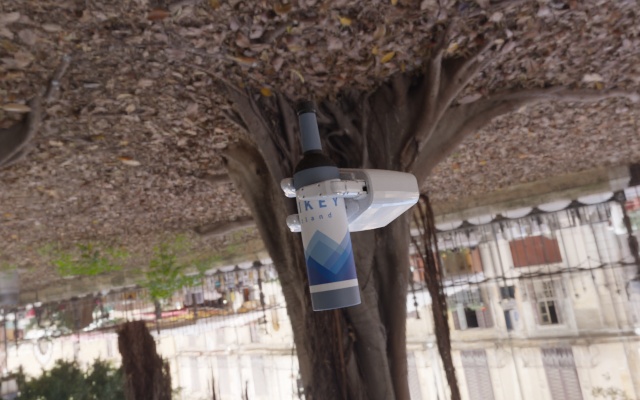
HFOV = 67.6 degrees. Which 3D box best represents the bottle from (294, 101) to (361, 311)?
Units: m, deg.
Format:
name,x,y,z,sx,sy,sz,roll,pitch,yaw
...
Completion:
name,x,y,z,sx,sy,sz,roll,pitch,yaw
bottle,0.000,0.002,0.678,0.069,0.295,0.069,-9,-9,-1
